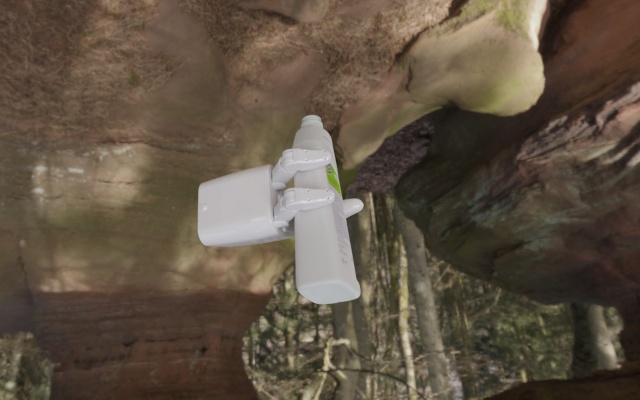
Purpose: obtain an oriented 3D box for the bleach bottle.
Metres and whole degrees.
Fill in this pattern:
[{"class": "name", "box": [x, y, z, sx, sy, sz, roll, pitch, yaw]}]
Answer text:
[{"class": "bleach bottle", "box": [0.000, 0.002, 0.635, 0.068, 0.250, 0.103, -12, -26, 14]}]
